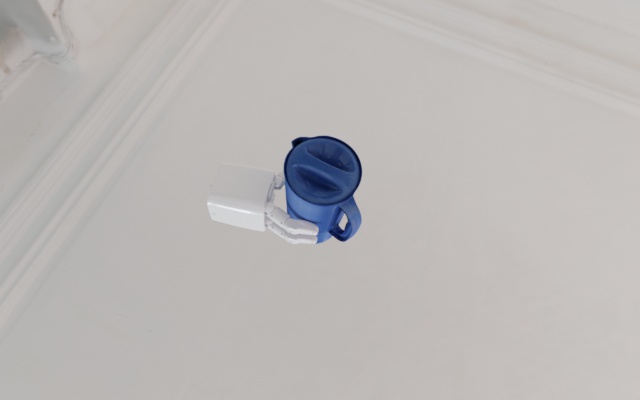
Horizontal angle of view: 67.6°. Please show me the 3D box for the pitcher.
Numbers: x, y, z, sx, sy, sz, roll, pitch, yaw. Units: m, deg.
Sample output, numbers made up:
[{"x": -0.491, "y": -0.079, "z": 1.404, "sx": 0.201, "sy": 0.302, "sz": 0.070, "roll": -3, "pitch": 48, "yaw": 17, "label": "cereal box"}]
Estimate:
[{"x": 0.000, "y": 0.003, "z": 0.898, "sx": 0.145, "sy": 0.149, "sz": 0.243, "roll": 9, "pitch": -25, "yaw": -1, "label": "pitcher"}]
